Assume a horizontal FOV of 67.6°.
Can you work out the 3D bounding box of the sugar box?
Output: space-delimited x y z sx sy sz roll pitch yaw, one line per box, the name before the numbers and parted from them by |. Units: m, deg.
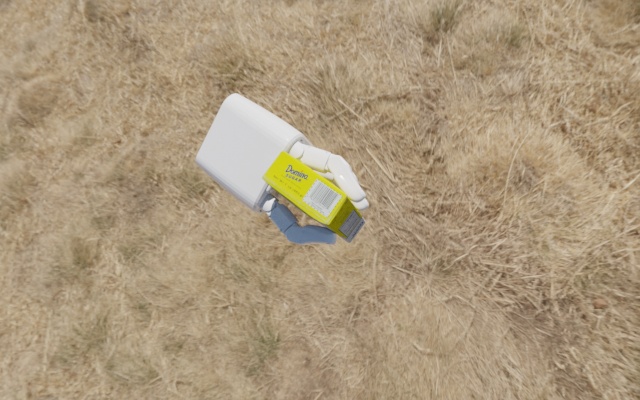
sugar box | 0.000 0.001 0.591 0.093 0.048 0.176 36 0 15
